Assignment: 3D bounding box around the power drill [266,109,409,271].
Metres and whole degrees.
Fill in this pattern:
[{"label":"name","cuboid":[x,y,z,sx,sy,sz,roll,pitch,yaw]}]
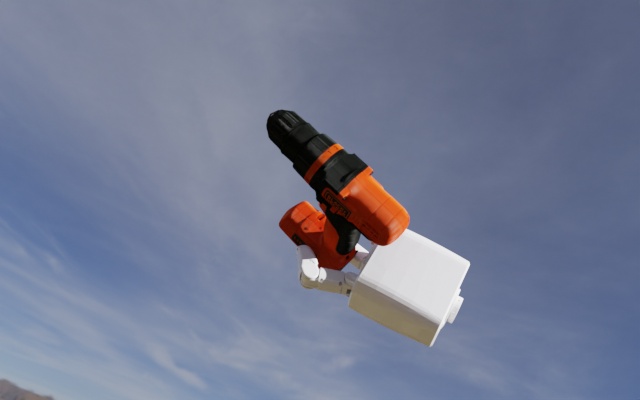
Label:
[{"label":"power drill","cuboid":[0.000,0.002,0.551,0.057,0.184,0.188,-40,-11,-24]}]
